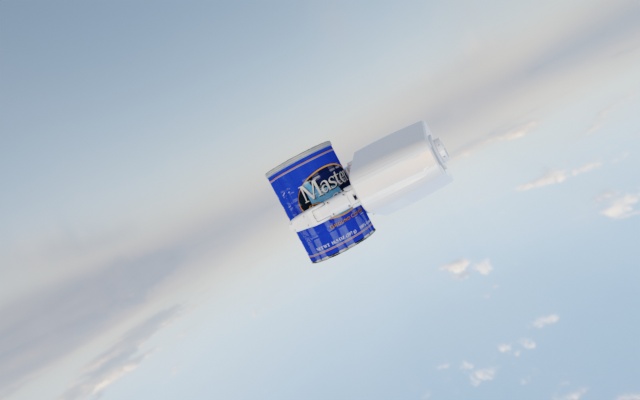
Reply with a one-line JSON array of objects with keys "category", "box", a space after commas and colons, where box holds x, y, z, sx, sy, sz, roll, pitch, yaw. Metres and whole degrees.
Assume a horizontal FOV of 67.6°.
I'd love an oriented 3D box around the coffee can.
[{"category": "coffee can", "box": [0.000, 0.002, 0.667, 0.103, 0.140, 0.103, -28, 2, 1]}]
